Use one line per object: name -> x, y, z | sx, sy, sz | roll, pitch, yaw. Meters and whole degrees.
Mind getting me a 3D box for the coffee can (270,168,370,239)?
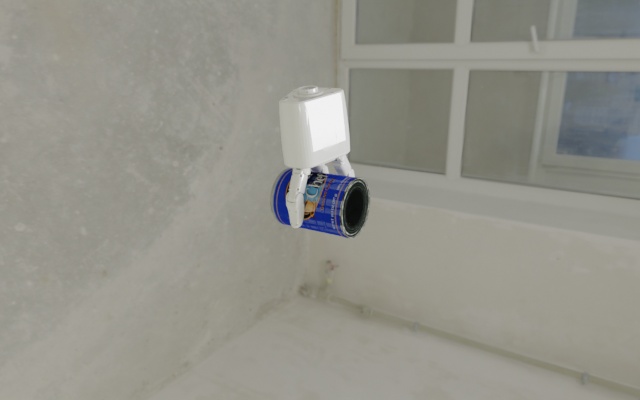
coffee can -> 0.000, 0.003, 0.818 | 0.140, 0.103, 0.103 | 10, 5, 30
